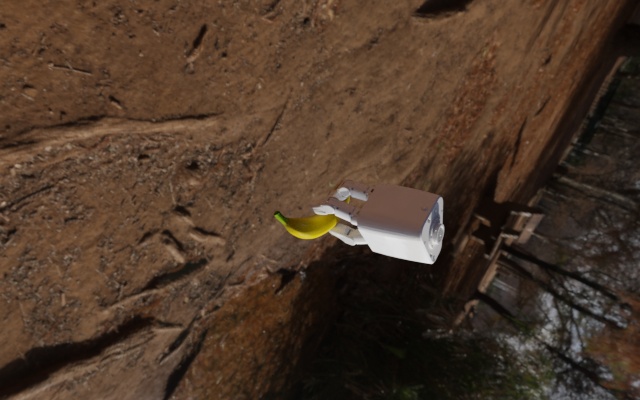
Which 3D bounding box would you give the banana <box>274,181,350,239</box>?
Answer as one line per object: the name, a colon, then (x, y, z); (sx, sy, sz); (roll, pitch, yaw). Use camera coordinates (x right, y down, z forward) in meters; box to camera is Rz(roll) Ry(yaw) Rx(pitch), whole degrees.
banana: (0.003, 0.022, 0.834); (0.037, 0.069, 0.197); (-7, 12, 40)
